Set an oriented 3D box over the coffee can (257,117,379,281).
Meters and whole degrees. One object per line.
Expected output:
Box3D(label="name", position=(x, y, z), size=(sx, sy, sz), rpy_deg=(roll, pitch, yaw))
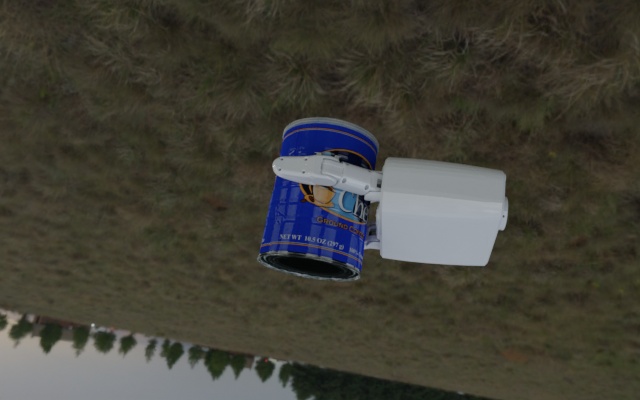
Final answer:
Box3D(label="coffee can", position=(0.000, 0.001, 0.486), size=(0.103, 0.140, 0.103), rpy_deg=(9, -19, 3))
